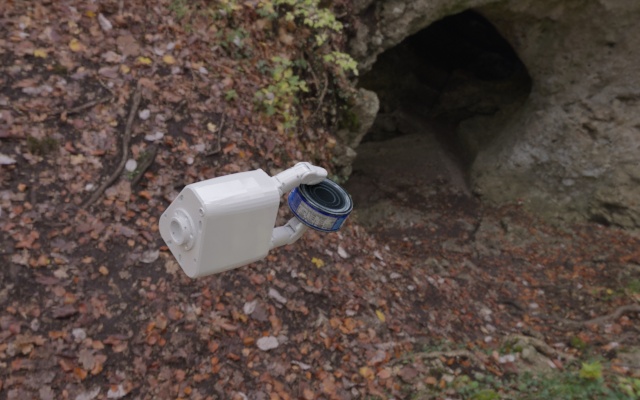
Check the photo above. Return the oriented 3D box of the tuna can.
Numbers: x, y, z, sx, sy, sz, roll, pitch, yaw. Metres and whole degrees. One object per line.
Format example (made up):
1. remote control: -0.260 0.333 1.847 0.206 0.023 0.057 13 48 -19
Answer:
1. tuna can: 0.000 0.002 0.648 0.086 0.034 0.086 21 32 -14
